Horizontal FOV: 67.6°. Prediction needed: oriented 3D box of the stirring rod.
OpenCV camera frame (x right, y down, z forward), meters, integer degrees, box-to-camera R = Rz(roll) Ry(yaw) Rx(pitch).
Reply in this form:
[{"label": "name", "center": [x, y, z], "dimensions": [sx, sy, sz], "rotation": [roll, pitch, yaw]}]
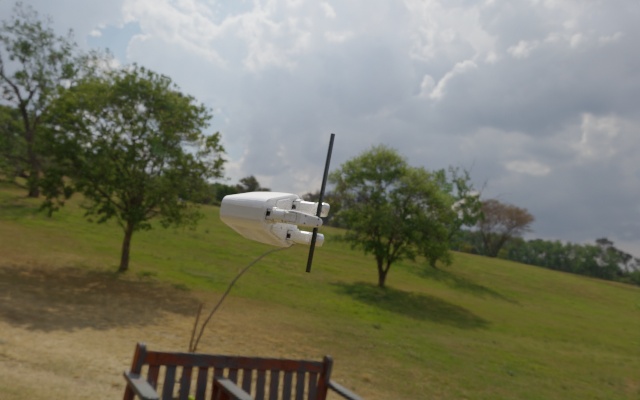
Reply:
[{"label": "stirring rod", "center": [0.000, 0.003, 0.812], "dimensions": [0.011, 0.239, 0.011], "rotation": [10, -6, 1]}]
